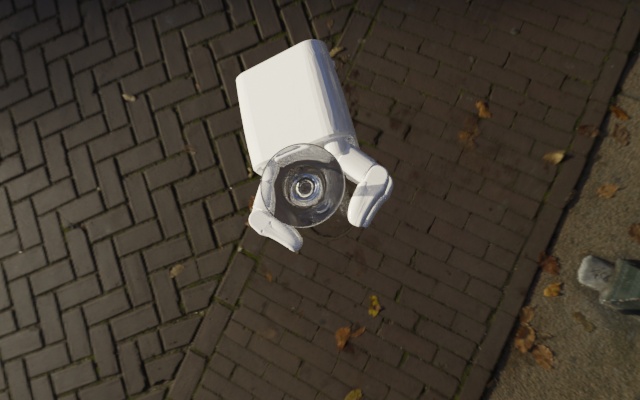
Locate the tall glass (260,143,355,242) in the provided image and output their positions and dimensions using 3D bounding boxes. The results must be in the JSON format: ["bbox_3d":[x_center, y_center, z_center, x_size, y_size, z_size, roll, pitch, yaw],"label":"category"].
[{"bbox_3d":[0.000,0.002,0.504,0.079,0.079,0.201,0,-9,9],"label":"tall glass"}]
